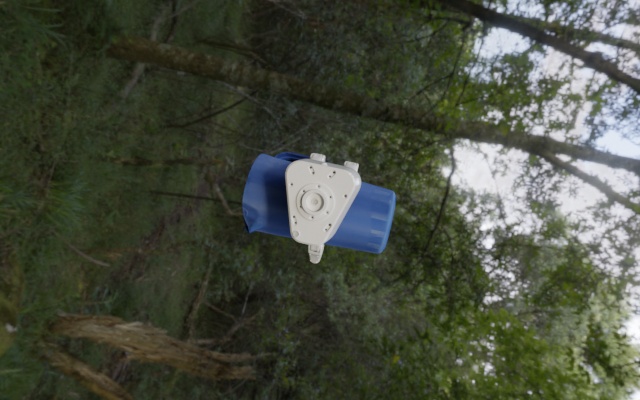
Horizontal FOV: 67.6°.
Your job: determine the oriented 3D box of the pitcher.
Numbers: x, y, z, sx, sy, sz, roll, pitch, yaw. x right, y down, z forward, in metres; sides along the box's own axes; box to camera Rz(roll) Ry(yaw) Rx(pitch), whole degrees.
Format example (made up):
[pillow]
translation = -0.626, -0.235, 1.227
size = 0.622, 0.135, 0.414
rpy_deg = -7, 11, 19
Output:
[pitcher]
translation = 0.000, 0.003, 0.808
size = 0.243, 0.149, 0.145
rpy_deg = 13, 2, 6
